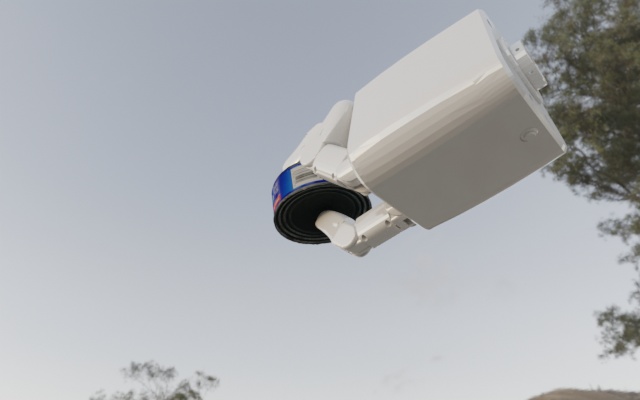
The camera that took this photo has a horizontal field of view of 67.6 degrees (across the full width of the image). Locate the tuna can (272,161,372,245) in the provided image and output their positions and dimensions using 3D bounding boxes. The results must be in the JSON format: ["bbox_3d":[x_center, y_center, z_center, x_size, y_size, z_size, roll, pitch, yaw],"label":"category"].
[{"bbox_3d":[0.000,0.001,0.420,0.086,0.033,0.086,-7,-38,-5],"label":"tuna can"}]
